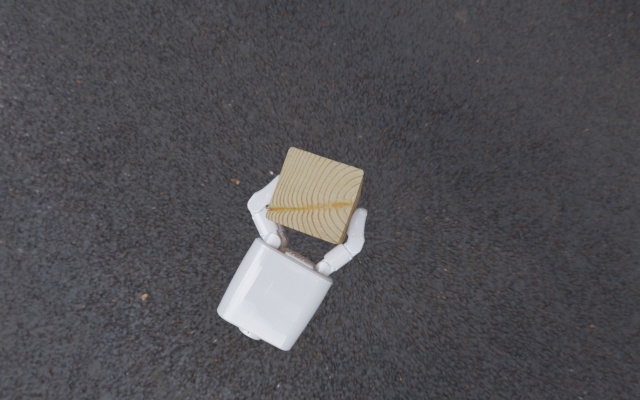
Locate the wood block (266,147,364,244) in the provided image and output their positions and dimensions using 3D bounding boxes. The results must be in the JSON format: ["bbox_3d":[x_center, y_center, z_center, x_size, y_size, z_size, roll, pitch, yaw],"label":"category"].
[{"bbox_3d":[0.000,0.003,0.635,0.091,0.090,0.206,19,-3,5],"label":"wood block"}]
